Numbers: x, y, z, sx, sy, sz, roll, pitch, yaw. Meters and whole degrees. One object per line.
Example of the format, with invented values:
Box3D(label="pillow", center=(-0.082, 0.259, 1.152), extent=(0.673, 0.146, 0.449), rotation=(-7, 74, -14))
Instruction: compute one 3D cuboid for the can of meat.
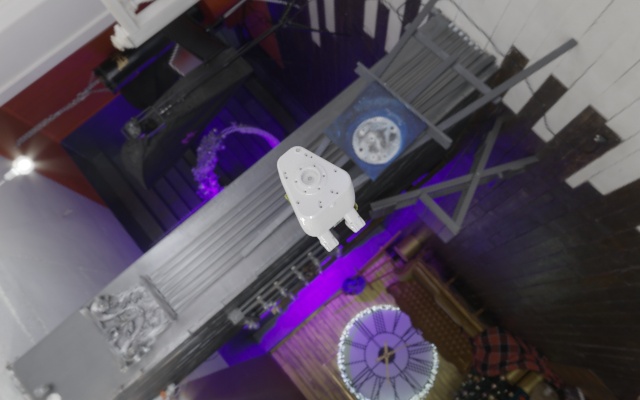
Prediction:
Box3D(label="can of meat", center=(0.000, 0.003, 0.831), extent=(0.084, 0.102, 0.057), rotation=(-40, -13, -7))
